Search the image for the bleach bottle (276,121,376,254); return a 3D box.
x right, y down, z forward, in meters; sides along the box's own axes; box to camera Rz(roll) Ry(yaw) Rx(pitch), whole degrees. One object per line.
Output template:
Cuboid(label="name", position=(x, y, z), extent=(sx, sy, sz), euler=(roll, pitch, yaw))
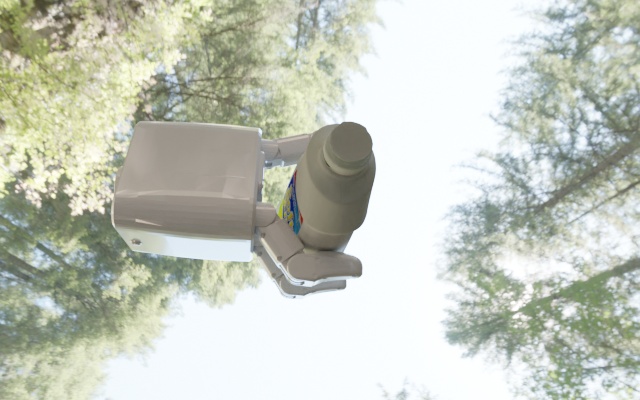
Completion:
Cuboid(label="bleach bottle", position=(0.000, 0.001, 0.414), extent=(0.068, 0.102, 0.251), euler=(3, -22, -8))
